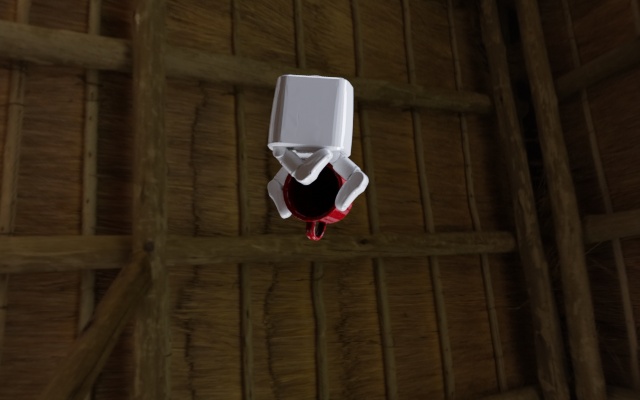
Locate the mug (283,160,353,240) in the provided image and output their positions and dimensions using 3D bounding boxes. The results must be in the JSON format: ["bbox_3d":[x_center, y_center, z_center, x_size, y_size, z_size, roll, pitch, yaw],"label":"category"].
[{"bbox_3d":[0.000,0.004,0.725,0.093,0.117,0.081,3,-8,20],"label":"mug"}]
